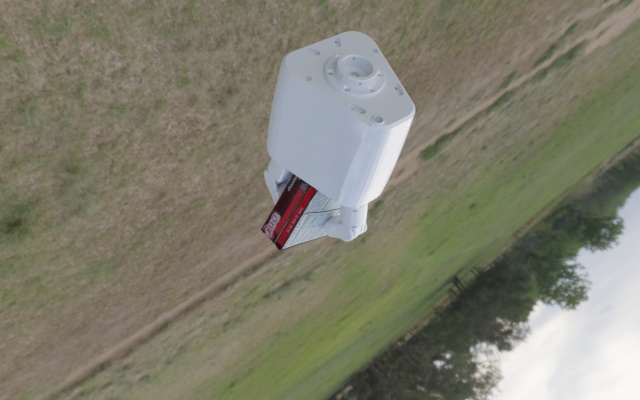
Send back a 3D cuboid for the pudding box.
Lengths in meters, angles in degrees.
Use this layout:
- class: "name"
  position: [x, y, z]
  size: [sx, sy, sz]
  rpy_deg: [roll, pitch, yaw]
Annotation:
- class: "pudding box"
  position: [0.000, 0.002, 0.517]
  size: [0.113, 0.090, 0.039]
  rpy_deg: [-10, 51, -51]
